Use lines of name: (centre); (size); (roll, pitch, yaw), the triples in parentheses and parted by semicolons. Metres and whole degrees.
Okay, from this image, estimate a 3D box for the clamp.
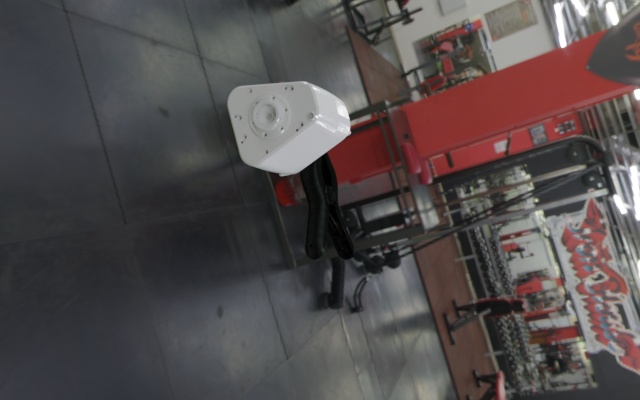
clamp: (0.001, 0.002, 0.636); (0.039, 0.171, 0.120); (-17, -5, 17)
